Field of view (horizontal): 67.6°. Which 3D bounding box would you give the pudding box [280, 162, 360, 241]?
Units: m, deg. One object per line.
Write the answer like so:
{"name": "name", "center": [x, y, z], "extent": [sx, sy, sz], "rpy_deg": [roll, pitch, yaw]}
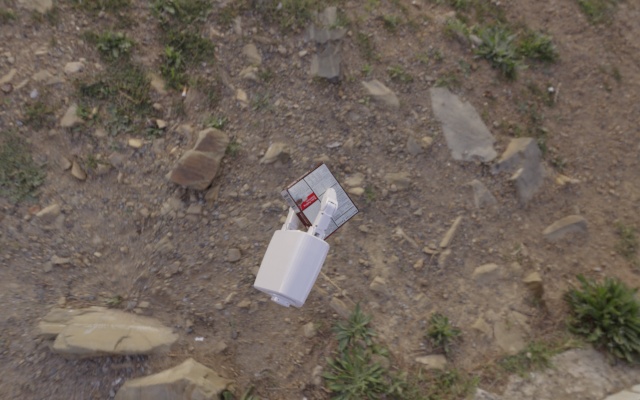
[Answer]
{"name": "pudding box", "center": [0.000, 0.003, 0.836], "extent": [0.090, 0.113, 0.039], "rpy_deg": [-37, 6, -20]}
